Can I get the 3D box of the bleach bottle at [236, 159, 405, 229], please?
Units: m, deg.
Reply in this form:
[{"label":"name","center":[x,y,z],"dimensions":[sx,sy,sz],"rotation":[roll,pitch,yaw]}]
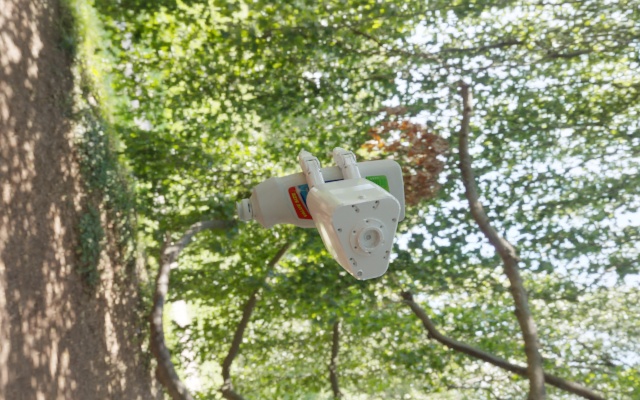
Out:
[{"label":"bleach bottle","center":[0.000,0.002,0.729],"dimensions":[0.251,0.102,0.068],"rotation":[-10,15,-13]}]
